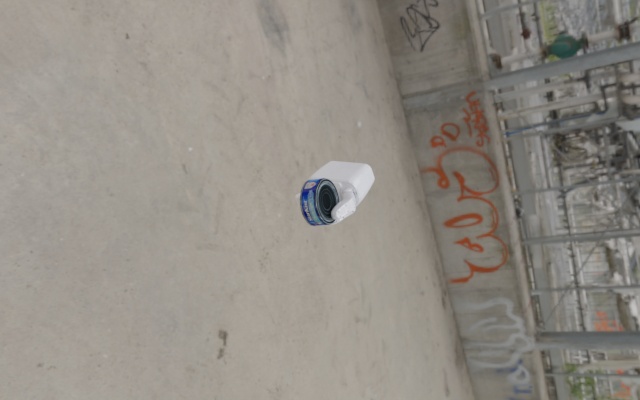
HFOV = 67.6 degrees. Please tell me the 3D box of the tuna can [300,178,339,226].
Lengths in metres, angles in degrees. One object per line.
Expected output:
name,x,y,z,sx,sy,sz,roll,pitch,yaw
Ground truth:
tuna can,0.001,0.003,0.863,0.034,0.086,0.086,-6,-3,31
